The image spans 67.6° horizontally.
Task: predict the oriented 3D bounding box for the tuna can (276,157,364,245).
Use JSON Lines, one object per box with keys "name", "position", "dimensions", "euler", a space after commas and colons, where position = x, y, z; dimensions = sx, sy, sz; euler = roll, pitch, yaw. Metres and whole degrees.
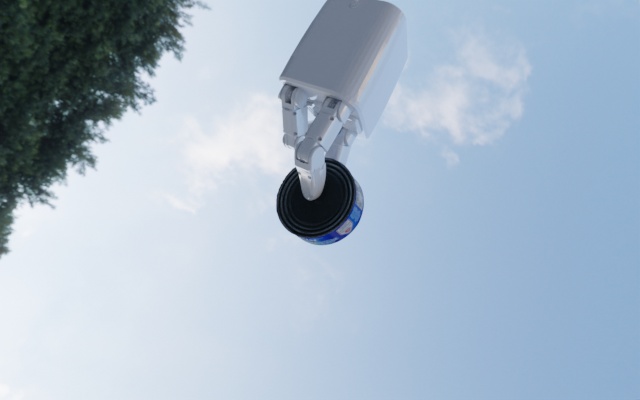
{"name": "tuna can", "position": [0.000, 0.002, 0.486], "dimensions": [0.086, 0.086, 0.034], "euler": [0, -21, 24]}
